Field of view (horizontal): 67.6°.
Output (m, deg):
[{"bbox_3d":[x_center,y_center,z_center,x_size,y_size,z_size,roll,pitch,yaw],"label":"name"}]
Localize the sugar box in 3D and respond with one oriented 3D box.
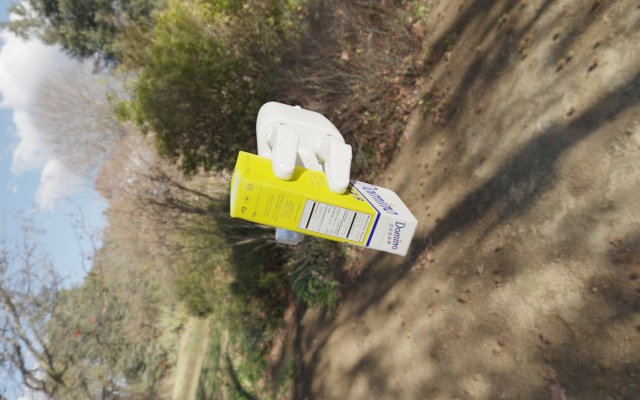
[{"bbox_3d":[0.000,0.001,0.480,0.176,0.048,0.093,11,20,-14],"label":"sugar box"}]
